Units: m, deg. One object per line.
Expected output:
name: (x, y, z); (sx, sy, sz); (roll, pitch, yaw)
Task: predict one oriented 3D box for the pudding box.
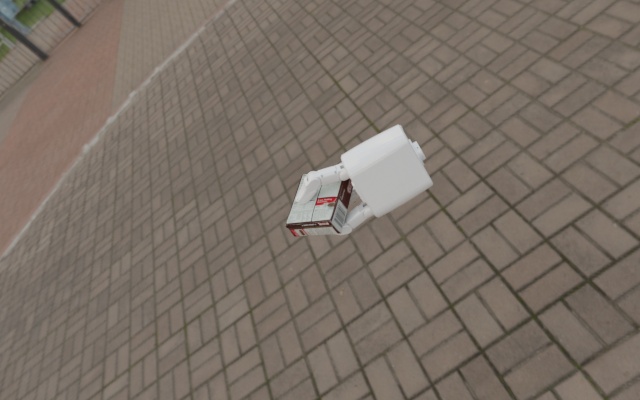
pudding box: (0.000, 0.002, 0.789); (0.090, 0.113, 0.039); (-7, -42, 32)
